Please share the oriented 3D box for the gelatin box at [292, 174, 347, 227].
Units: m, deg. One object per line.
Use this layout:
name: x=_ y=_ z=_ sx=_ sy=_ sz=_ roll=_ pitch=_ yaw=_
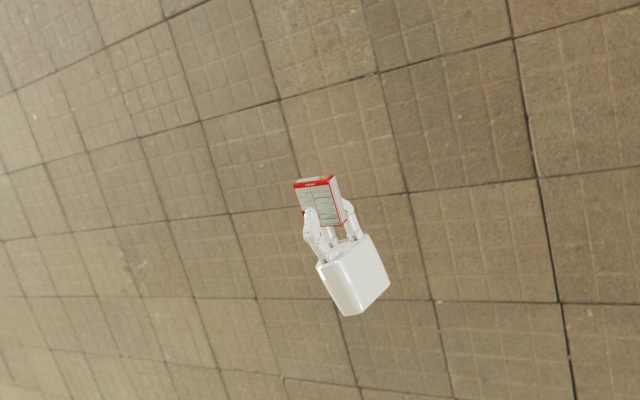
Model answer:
gelatin box: x=0.000 y=0.003 z=0.832 sx=0.073 sy=0.089 sz=0.030 roll=-6 pitch=23 yaw=31
